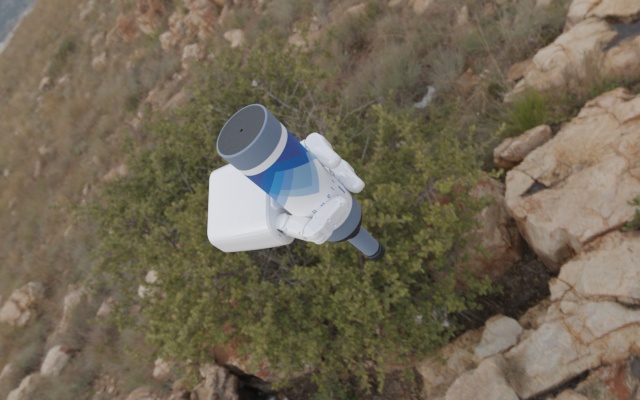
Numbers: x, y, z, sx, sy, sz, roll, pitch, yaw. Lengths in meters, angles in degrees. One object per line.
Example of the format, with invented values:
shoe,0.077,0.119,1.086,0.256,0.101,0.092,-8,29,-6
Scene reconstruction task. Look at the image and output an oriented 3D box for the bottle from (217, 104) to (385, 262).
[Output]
bottle,0.000,0.002,0.579,0.069,0.069,0.296,0,-30,39
